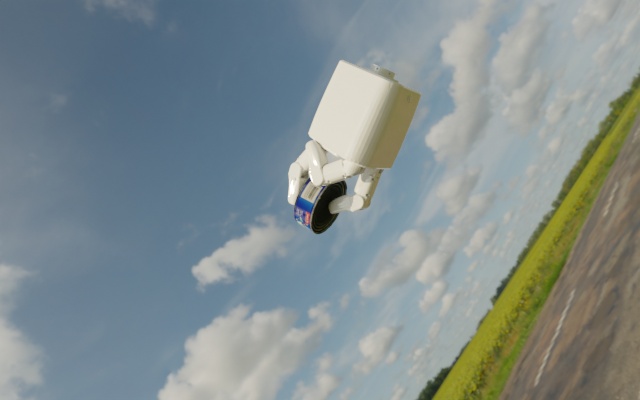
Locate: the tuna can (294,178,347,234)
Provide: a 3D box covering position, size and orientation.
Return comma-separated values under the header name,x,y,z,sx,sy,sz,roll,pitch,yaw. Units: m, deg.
name,x,y,z,sx,sy,sz,roll,pitch,yaw
tuna can,0.000,0.002,0.676,0.033,0.086,0.086,27,12,25
